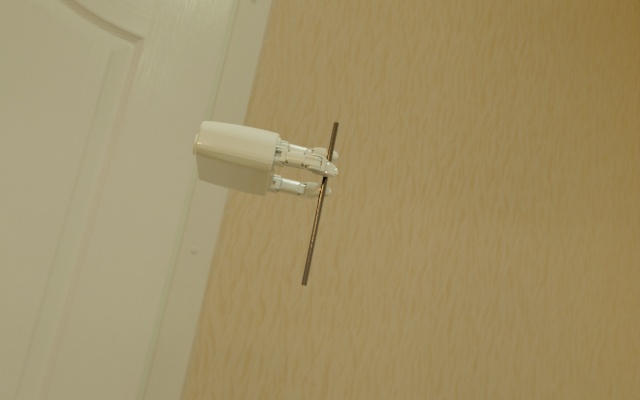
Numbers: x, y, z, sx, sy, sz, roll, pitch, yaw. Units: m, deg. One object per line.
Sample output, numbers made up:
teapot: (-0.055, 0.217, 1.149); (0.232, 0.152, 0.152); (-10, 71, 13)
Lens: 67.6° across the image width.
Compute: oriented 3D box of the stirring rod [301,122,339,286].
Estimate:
stirring rod: (0.000, 0.002, 0.686); (0.011, 0.239, 0.011); (11, -9, 2)
